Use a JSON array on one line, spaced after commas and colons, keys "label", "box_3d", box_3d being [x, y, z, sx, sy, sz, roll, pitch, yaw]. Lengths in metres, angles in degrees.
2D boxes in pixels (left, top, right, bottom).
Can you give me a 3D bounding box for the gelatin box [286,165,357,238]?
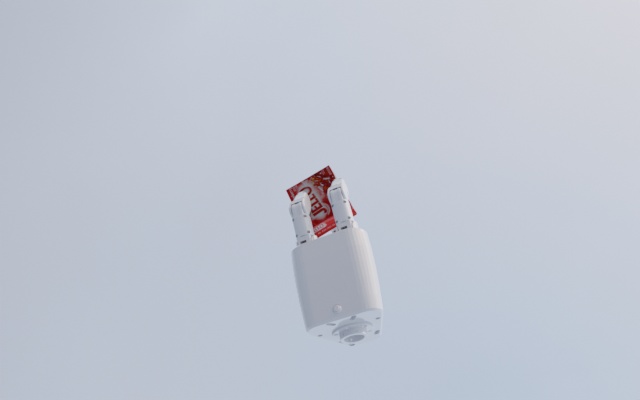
[{"label": "gelatin box", "box_3d": [0.000, 0.002, 0.669, 0.073, 0.089, 0.030, -30, -42, 4]}]
